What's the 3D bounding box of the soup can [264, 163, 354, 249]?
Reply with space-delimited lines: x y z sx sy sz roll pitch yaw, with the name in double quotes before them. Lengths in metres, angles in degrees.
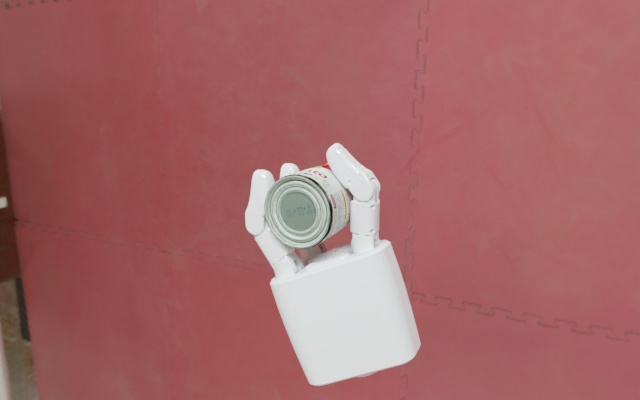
"soup can" 0.000 0.001 0.454 0.068 0.068 0.102 0 11 25
